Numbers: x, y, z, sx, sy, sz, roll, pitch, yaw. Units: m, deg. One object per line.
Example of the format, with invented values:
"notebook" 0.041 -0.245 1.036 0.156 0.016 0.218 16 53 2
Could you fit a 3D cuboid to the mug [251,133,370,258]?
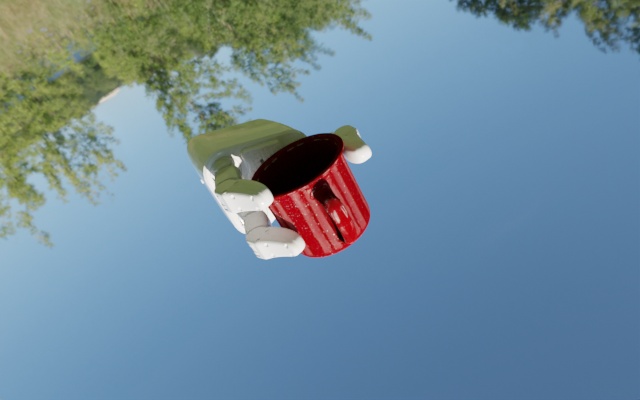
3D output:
"mug" 0.001 0.002 0.429 0.093 0.081 0.117 -36 30 -10
